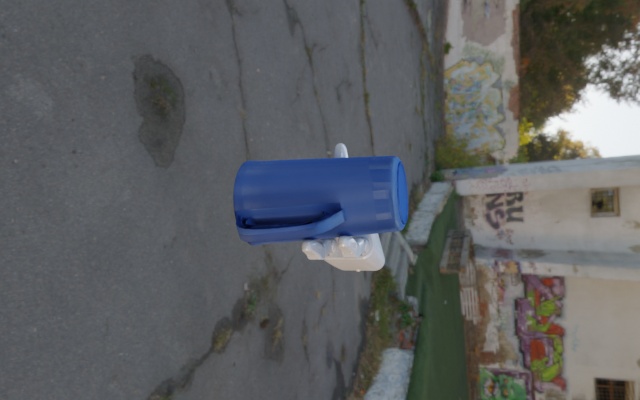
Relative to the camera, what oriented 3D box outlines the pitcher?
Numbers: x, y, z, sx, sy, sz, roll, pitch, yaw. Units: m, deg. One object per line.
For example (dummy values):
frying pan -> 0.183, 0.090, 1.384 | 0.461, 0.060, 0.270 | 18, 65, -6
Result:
pitcher -> 0.000, 0.002, 0.705 | 0.243, 0.149, 0.145 | -4, -21, 18
